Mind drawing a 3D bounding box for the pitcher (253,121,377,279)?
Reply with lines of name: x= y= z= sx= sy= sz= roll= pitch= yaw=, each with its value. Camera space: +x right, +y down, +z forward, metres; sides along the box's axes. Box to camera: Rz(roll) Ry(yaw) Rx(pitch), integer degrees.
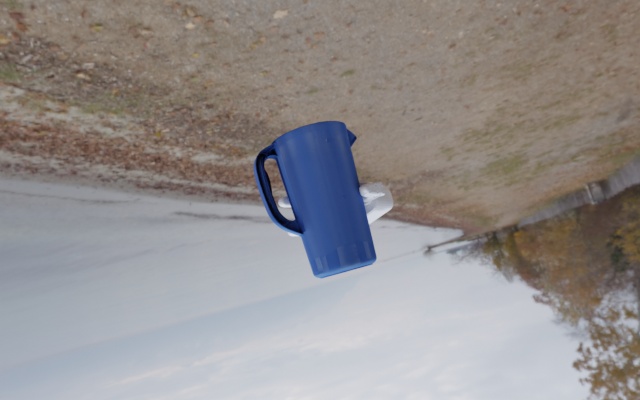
pitcher: x=0.000 y=0.003 z=0.791 sx=0.149 sy=0.243 sz=0.145 roll=-19 pitch=-10 yaw=24
